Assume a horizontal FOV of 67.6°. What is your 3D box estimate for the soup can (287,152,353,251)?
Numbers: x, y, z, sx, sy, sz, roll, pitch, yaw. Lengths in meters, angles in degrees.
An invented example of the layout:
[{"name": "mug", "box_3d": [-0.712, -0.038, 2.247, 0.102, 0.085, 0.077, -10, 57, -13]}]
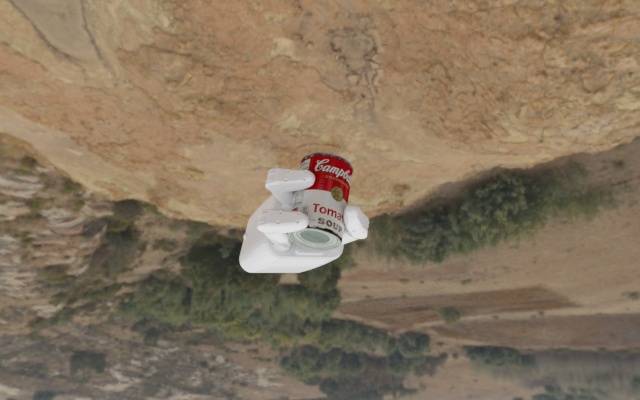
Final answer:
[{"name": "soup can", "box_3d": [0.000, 0.002, 0.583, 0.068, 0.102, 0.068, 8, -27, 4]}]
